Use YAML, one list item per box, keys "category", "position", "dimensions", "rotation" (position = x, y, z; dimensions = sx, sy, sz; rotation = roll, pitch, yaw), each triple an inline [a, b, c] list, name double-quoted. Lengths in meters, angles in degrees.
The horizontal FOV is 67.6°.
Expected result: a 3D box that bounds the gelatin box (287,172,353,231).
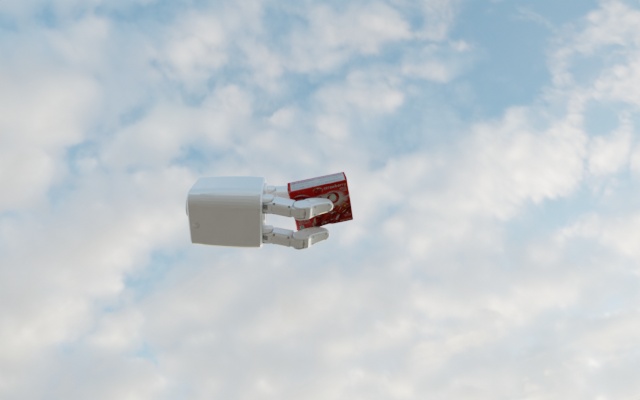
- category: "gelatin box"
  position: [0.000, 0.002, 0.716]
  dimensions: [0.089, 0.073, 0.030]
  rotation: [-12, 33, -1]
